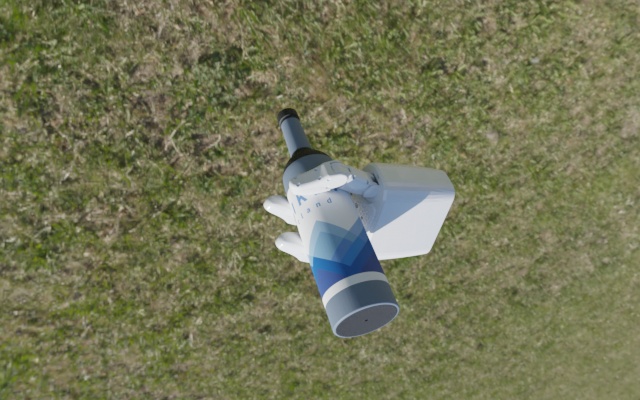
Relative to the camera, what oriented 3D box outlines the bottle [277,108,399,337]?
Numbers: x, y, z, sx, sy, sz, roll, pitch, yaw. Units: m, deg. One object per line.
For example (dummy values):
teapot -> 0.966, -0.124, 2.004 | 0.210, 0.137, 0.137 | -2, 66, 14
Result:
bottle -> 0.000, 0.002, 0.533 | 0.069, 0.295, 0.069 | -14, -36, -10
